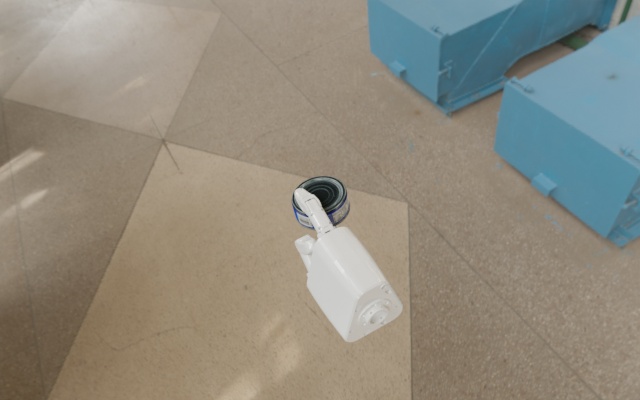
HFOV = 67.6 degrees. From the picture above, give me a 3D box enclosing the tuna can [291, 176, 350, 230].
[{"bbox_3d":[0.000,0.002,0.719,0.086,0.086,0.034,0,-44,15],"label":"tuna can"}]
